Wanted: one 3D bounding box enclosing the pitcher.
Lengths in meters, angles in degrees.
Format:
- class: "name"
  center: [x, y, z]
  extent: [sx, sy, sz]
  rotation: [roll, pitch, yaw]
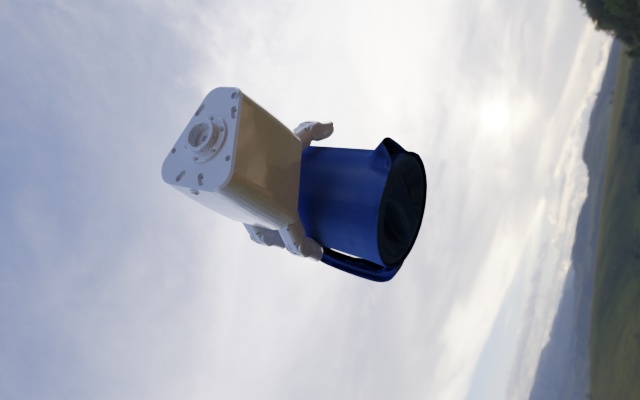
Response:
- class: "pitcher"
  center: [0.000, 0.002, 0.598]
  extent: [0.243, 0.149, 0.145]
  rotation: [11, -11, 32]
